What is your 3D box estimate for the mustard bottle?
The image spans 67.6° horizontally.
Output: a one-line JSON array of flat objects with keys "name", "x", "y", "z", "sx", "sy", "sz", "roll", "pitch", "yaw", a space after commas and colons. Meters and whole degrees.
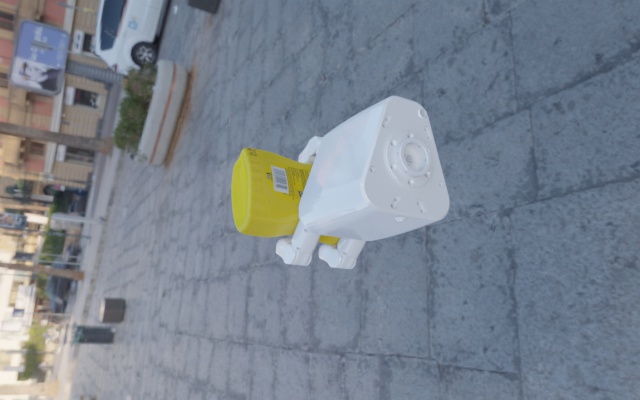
[{"name": "mustard bottle", "x": 0.000, "y": 0.002, "z": 0.535, "sx": 0.191, "sy": 0.096, "sz": 0.058, "roll": 10, "pitch": -41, "yaw": -27}]
